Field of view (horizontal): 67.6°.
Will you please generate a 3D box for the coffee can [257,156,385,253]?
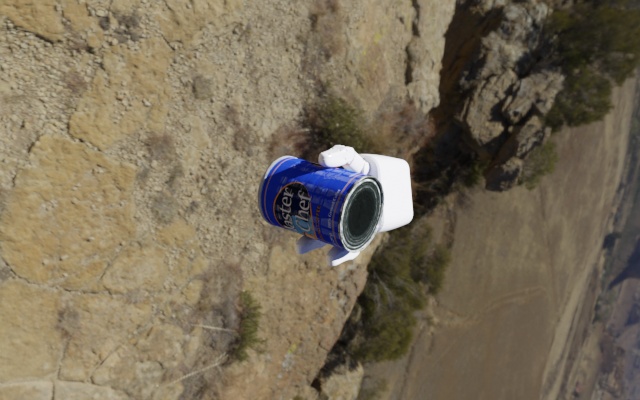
[{"bbox_3d":[0.000,0.002,0.647,0.140,0.103,0.103,16,9,35],"label":"coffee can"}]
